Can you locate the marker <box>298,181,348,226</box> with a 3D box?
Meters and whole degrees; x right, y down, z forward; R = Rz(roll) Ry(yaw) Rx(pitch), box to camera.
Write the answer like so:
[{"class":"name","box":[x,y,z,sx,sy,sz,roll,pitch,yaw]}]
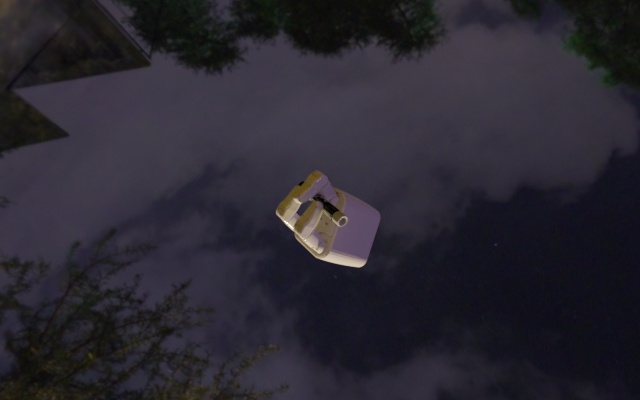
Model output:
[{"class":"marker","box":[0.000,0.002,0.738,0.020,0.020,0.121,0,27,-38]}]
